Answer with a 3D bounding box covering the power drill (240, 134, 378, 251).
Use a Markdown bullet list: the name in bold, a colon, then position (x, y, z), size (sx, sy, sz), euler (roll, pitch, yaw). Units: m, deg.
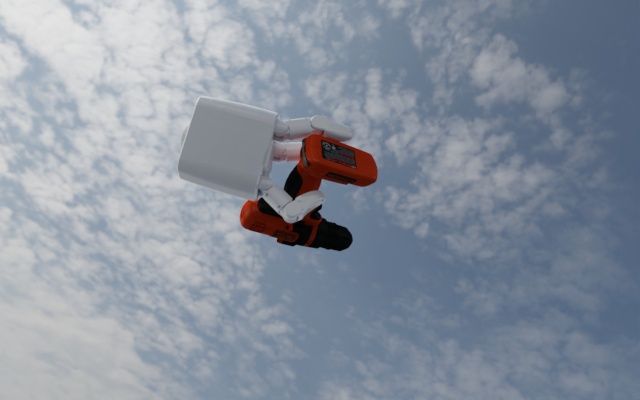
- **power drill**: position (0.000, 0.002, 0.678), size (0.184, 0.057, 0.188), euler (15, -45, -25)
